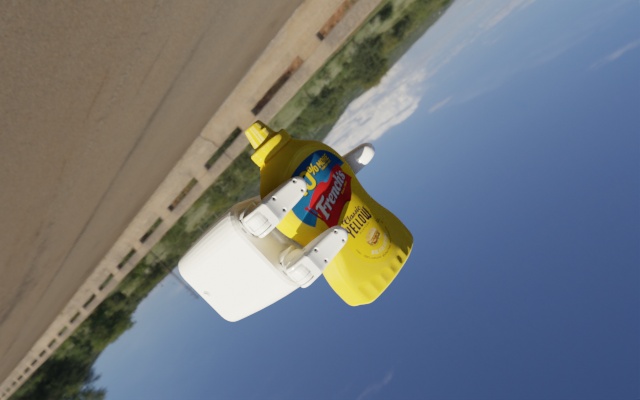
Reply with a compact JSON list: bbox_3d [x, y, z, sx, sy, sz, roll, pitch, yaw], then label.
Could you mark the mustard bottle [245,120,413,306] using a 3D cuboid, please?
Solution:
[{"bbox_3d":[0.000,0.002,0.453,0.096,0.191,0.058,-48,10,-31],"label":"mustard bottle"}]
